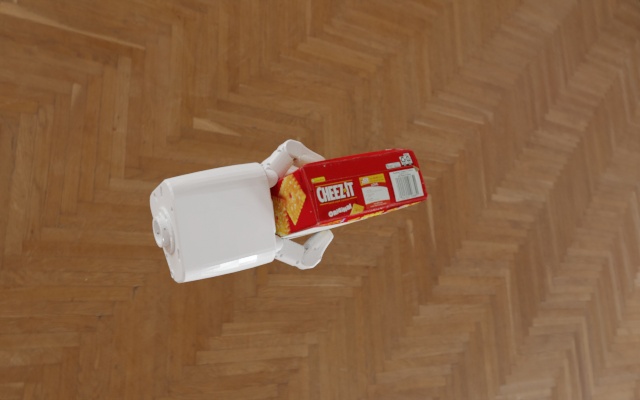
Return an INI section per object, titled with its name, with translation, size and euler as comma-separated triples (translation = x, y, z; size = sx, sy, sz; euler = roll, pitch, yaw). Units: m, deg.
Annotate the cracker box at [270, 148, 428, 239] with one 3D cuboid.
[cracker box]
translation = 0.000, 0.002, 0.608
size = 0.164, 0.072, 0.214
euler = -12, -5, -33
